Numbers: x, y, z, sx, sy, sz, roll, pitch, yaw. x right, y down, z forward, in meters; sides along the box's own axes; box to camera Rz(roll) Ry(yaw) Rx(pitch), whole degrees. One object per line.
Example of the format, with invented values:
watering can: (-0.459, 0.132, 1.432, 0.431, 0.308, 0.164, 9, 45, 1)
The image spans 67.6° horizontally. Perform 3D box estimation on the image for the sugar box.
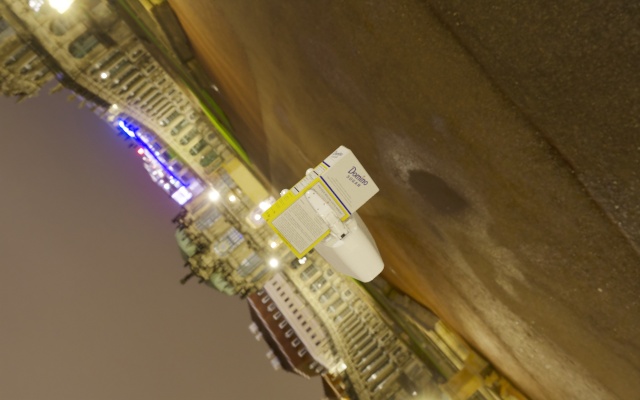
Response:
sugar box: (0.000, 0.003, 0.781, 0.176, 0.093, 0.048, -41, 27, -5)
